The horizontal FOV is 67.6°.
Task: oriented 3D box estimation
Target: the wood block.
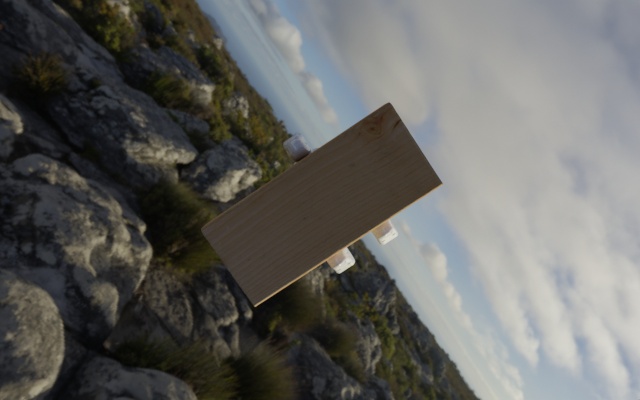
[{"bbox_3d":[0.000,0.001,0.472,0.206,0.091,0.090,-34,5,4],"label":"wood block"}]
